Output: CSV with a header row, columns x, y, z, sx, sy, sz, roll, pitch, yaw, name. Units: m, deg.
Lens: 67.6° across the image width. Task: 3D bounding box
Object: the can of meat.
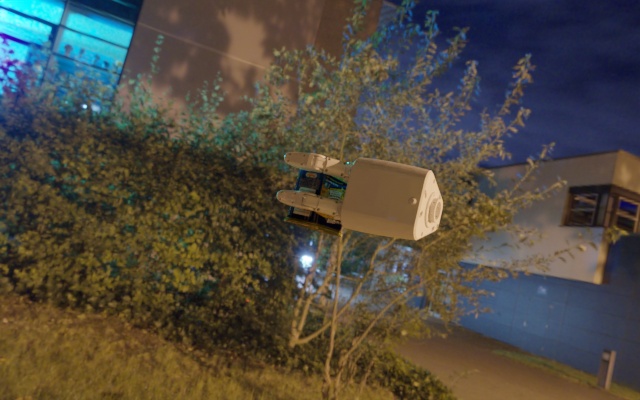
x,y,z,sx,sy,sz,roll,pitch,yaw,name
0.000,0.002,0.708,0.057,0.084,0.102,11,-6,33,can of meat
